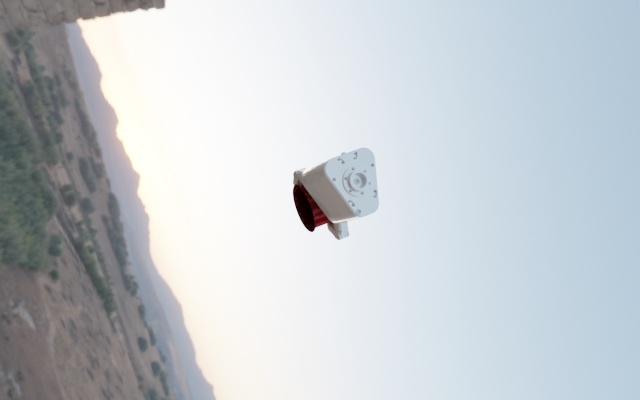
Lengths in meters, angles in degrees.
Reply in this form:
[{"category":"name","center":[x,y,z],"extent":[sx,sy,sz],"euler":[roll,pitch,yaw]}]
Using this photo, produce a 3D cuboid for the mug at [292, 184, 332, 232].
[{"category":"mug","center":[0.000,0.003,0.898],"extent":[0.081,0.093,0.117],"euler":[-20,3,-20]}]
